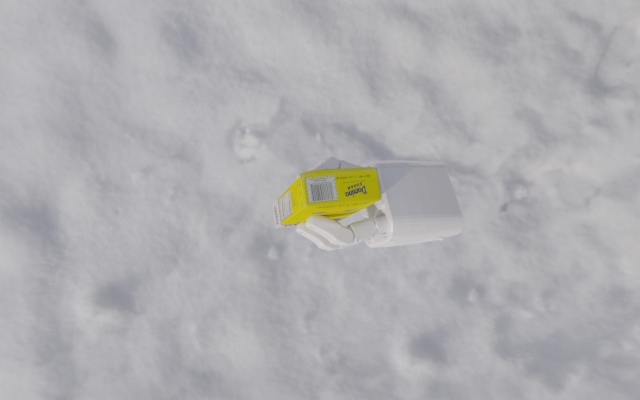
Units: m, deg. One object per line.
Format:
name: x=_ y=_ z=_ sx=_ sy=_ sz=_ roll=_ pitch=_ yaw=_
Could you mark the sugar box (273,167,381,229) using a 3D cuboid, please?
sugar box: x=0.000 y=0.003 z=0.612 sx=0.093 sy=0.048 sz=0.176 roll=-4 pitch=-13 yaw=-16
